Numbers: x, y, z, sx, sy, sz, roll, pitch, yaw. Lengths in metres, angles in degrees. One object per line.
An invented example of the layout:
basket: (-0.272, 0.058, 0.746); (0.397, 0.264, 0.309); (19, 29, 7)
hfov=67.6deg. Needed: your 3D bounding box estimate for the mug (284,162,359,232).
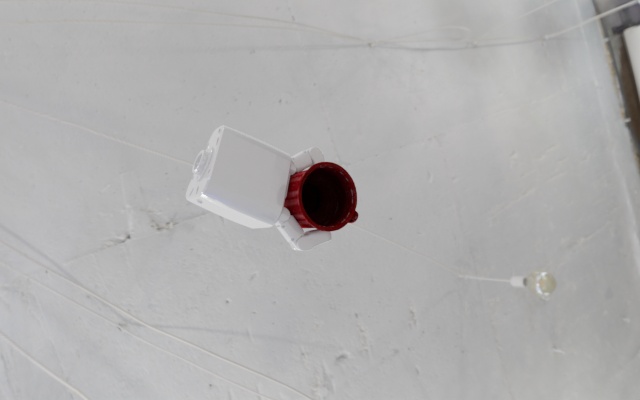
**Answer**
mug: (0.001, 0.003, 0.671); (0.117, 0.093, 0.081); (26, -17, -27)
